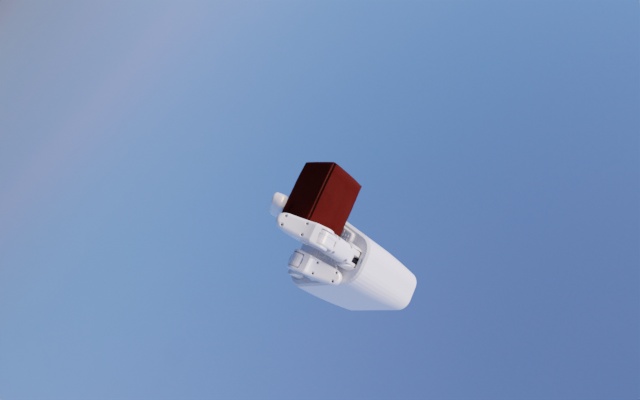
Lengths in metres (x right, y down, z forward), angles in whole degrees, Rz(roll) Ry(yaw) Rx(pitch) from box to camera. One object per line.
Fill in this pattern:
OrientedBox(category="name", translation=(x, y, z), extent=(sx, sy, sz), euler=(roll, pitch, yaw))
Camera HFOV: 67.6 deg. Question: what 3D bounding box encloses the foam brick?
OrientedBox(category="foam brick", translation=(0.000, 0.001, 0.540), extent=(0.051, 0.078, 0.053), euler=(35, -16, -36))
